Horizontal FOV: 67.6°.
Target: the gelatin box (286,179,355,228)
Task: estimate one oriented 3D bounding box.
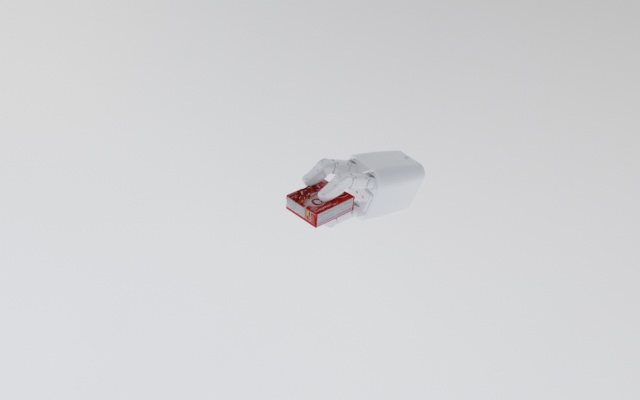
[{"bbox_3d":[0.000,0.003,0.777,0.089,0.030,0.073,-24,42,-37],"label":"gelatin box"}]
